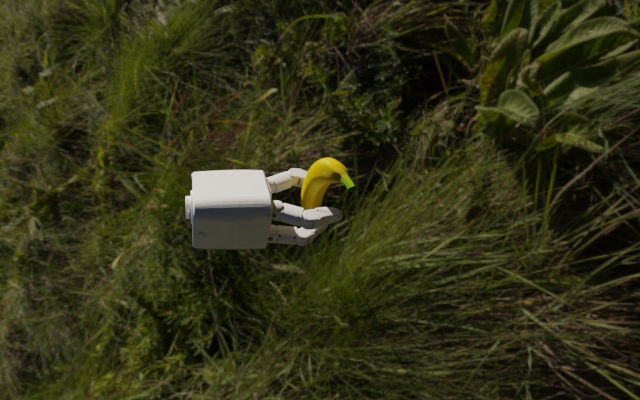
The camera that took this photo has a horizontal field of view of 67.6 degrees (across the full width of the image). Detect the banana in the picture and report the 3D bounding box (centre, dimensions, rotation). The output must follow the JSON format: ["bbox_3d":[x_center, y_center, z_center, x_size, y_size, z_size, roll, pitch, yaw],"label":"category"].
[{"bbox_3d":[-0.001,-0.017,0.703,0.037,0.069,0.198,-3,-16,-18],"label":"banana"}]
